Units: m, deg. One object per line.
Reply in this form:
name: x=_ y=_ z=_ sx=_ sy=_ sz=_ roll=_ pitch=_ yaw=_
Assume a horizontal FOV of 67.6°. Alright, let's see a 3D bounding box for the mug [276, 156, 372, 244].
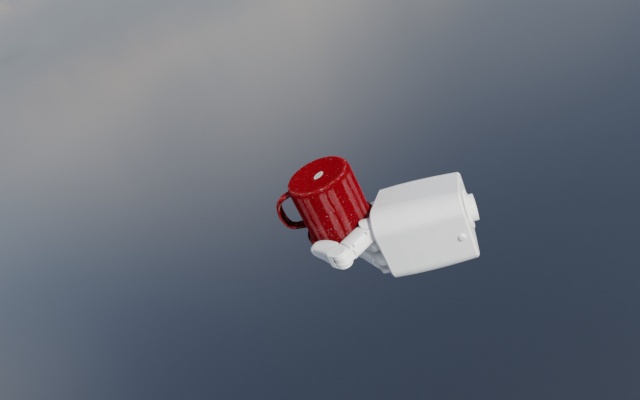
mug: x=-0.001 y=0.002 z=0.597 sx=0.117 sy=0.081 sz=0.093 roll=-15 pitch=33 yaw=19
